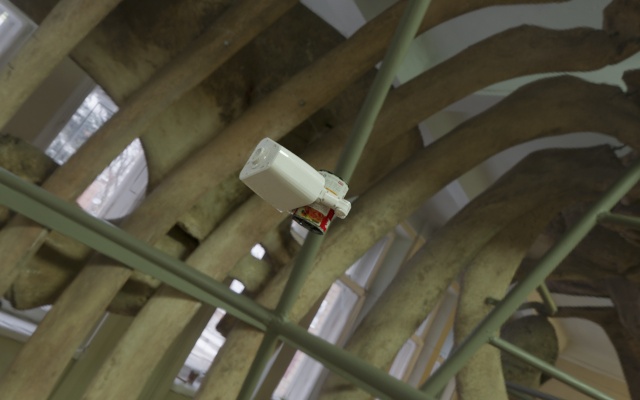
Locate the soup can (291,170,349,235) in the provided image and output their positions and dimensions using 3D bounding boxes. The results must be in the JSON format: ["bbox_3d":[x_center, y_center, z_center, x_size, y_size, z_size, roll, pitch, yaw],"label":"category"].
[{"bbox_3d":[0.001,0.003,0.877,0.068,0.102,0.068,27,-15,8],"label":"soup can"}]
